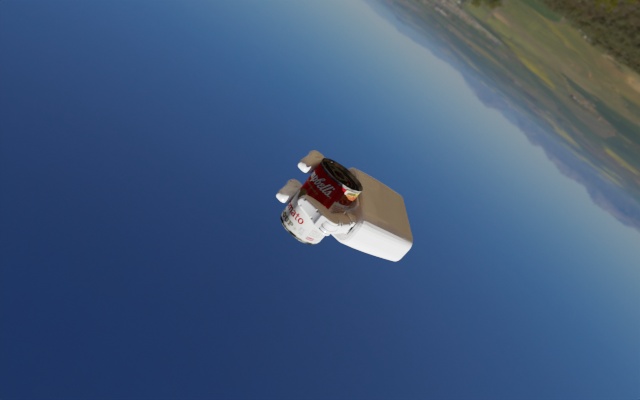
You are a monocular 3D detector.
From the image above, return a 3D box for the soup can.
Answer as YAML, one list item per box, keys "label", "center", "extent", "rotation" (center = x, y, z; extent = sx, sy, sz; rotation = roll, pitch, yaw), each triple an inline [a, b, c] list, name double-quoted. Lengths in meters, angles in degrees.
- label: "soup can"
  center: [0.000, 0.002, 0.652]
  extent: [0.068, 0.102, 0.068]
  rotation: [33, 22, -15]
